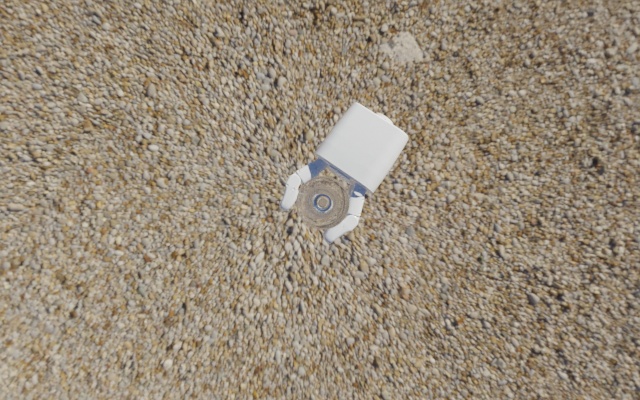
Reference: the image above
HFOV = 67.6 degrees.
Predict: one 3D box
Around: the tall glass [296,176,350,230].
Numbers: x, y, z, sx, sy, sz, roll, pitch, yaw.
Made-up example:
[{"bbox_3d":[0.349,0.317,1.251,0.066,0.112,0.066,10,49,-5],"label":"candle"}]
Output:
[{"bbox_3d":[0.000,0.003,0.758,0.079,0.079,0.201,0,0,-2],"label":"tall glass"}]
